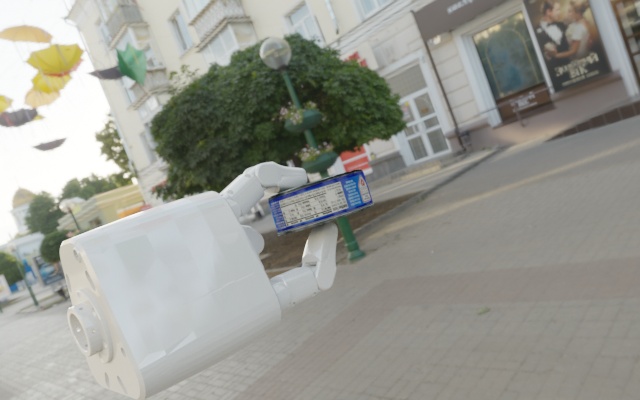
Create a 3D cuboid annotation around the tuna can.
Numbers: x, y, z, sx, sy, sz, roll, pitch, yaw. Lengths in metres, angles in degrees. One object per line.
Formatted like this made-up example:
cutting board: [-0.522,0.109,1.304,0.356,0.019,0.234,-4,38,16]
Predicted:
tuna can: [0.000,0.001,0.404,0.086,0.034,0.086,-17,0,0]
